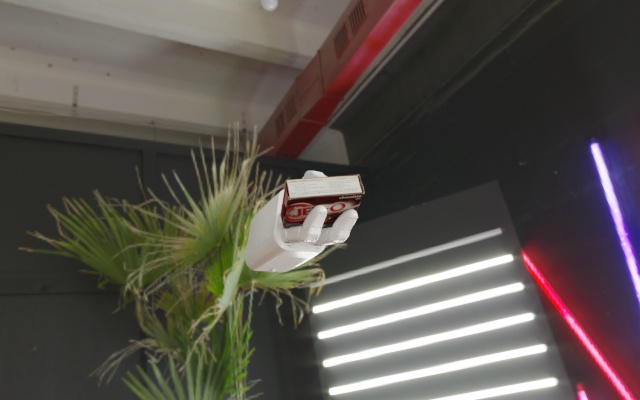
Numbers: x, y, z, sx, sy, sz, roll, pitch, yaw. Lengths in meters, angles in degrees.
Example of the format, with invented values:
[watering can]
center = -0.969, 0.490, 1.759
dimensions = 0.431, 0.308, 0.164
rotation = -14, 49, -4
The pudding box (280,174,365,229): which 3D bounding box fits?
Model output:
[pudding box]
center = 0.000, 0.002, 0.711
dimensions = 0.113, 0.039, 0.090
rotation = -7, -28, -13
